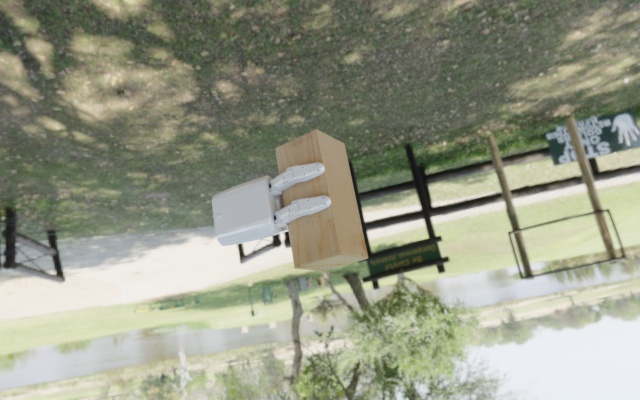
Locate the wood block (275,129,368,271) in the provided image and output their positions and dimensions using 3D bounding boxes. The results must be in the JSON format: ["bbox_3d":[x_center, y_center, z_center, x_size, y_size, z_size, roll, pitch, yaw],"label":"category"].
[{"bbox_3d":[0.000,0.003,0.782,0.090,0.206,0.091,-21,-20,29],"label":"wood block"}]
